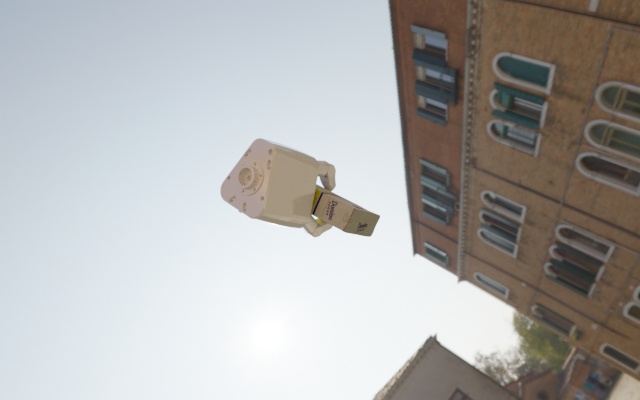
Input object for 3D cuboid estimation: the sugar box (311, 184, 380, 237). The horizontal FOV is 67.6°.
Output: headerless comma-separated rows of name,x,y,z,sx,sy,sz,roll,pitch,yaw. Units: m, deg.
sugar box,0.000,0.003,0.775,0.176,0.048,0.093,30,8,33
